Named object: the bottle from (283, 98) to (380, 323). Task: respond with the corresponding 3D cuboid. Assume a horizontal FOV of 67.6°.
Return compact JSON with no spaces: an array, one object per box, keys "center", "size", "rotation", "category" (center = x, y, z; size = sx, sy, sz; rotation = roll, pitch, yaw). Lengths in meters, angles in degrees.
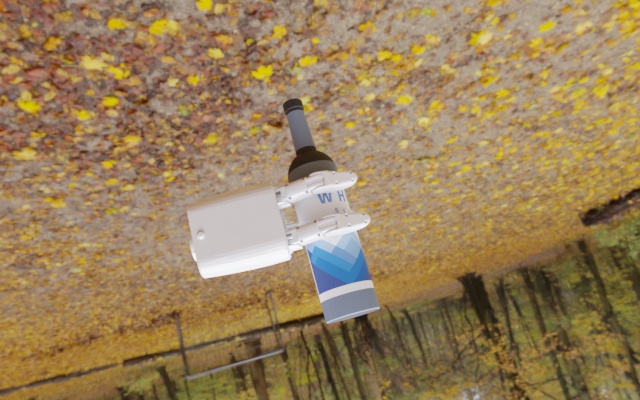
[{"center":[0.000,0.002,0.610],"size":[0.069,0.295,0.069],"rotation":[-15,-17,-5],"category":"bottle"}]
